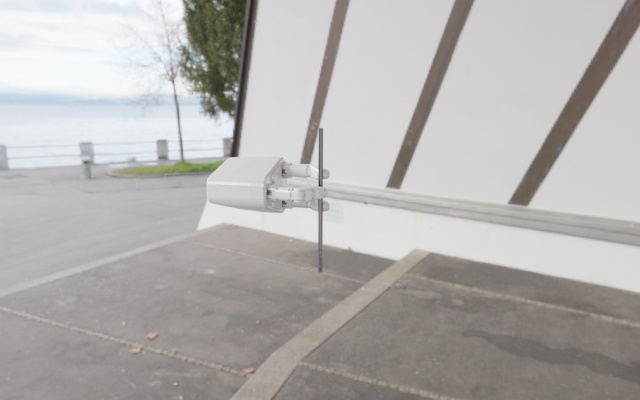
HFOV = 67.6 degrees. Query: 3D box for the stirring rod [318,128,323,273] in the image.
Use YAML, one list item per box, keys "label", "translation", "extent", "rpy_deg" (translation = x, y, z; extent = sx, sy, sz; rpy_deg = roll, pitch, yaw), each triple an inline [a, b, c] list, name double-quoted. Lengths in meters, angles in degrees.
- label: "stirring rod"
  translation: [0.000, 0.003, 0.783]
  extent: [0.011, 0.239, 0.011]
  rpy_deg: [0, 12, 0]
